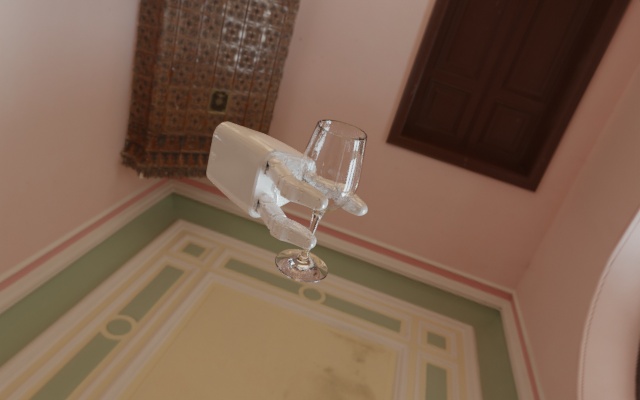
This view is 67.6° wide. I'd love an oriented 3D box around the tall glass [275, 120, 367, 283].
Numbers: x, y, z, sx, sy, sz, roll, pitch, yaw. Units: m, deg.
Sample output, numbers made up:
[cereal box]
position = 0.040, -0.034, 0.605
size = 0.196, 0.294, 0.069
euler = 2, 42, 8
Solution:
[tall glass]
position = 0.000, 0.003, 0.607
size = 0.079, 0.201, 0.079
euler = 14, 25, -7
